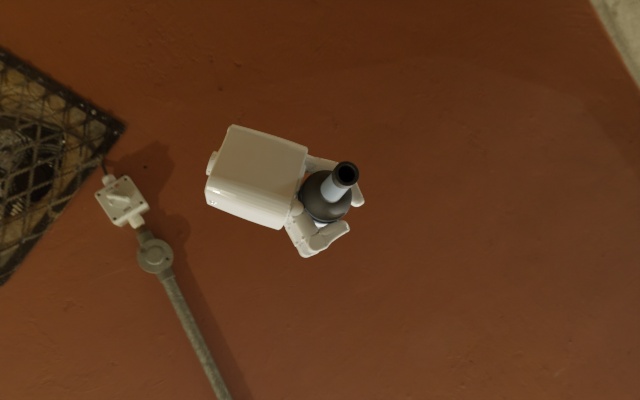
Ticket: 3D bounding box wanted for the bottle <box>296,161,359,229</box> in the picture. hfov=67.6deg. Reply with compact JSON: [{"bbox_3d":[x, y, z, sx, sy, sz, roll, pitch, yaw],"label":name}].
[{"bbox_3d":[0.000,0.002,0.635,0.069,0.069,0.296,0,-12,-11],"label":"bottle"}]
